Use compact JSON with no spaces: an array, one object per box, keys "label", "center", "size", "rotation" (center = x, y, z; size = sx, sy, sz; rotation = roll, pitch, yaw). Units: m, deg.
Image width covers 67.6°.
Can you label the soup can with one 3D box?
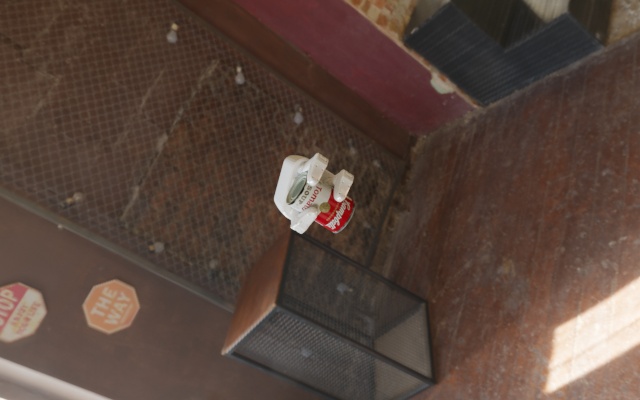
[{"label":"soup can","center":[0.000,0.003,0.826],"size":[0.102,0.068,0.068],"rotation":[32,-11,-19]}]
